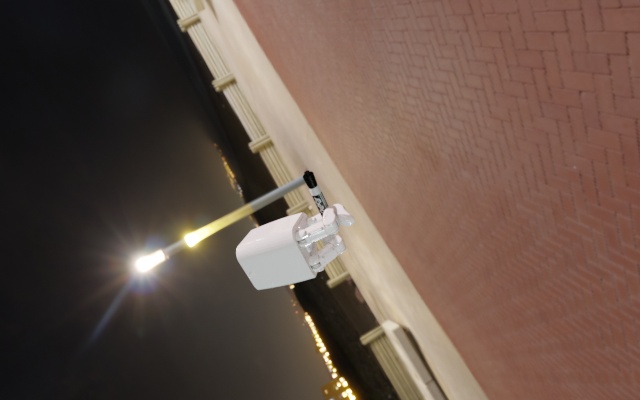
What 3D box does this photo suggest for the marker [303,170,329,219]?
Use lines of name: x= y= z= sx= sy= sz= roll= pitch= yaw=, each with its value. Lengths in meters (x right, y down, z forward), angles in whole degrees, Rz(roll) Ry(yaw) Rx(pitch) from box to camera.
marker: x=0.000 y=0.003 z=0.787 sx=0.020 sy=0.121 sz=0.020 roll=-19 pitch=29 yaw=11
